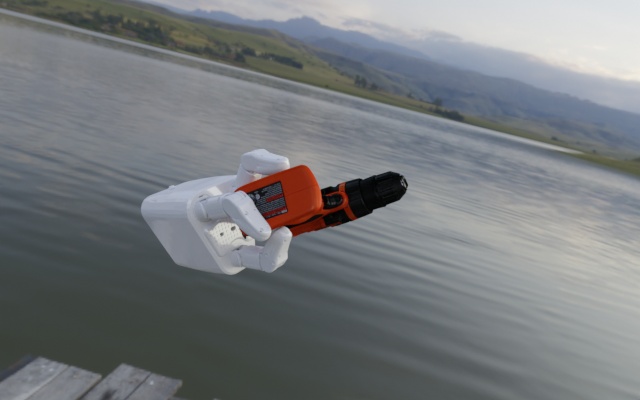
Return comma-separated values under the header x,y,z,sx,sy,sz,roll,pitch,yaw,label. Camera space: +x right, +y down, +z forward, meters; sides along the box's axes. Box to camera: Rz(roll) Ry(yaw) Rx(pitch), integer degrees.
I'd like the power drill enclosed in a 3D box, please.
x,y,z,sx,sy,sz,roll,pitch,yaw,label
0.000,0.002,0.574,0.184,0.057,0.187,-21,-13,22,power drill
